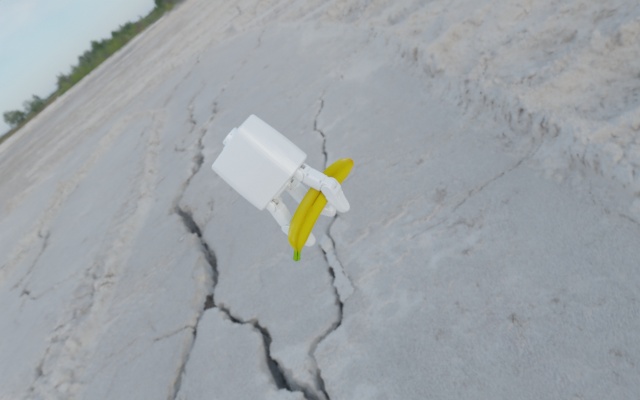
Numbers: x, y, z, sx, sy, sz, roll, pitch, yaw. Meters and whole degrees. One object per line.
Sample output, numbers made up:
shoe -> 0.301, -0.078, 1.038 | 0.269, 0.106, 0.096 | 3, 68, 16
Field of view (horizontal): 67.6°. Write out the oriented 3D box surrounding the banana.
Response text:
banana -> -0.002, -0.001, 0.759 | 0.037, 0.197, 0.070 | 28, -17, 13
